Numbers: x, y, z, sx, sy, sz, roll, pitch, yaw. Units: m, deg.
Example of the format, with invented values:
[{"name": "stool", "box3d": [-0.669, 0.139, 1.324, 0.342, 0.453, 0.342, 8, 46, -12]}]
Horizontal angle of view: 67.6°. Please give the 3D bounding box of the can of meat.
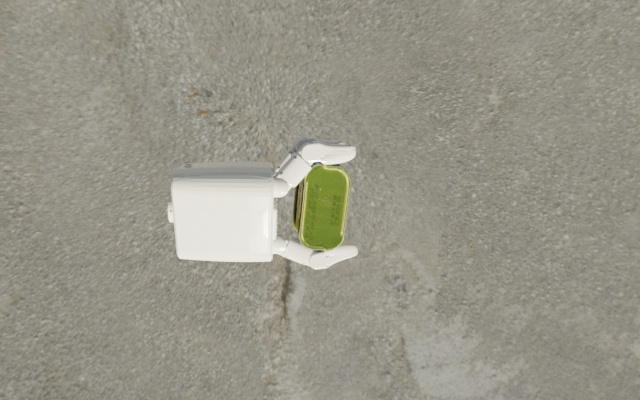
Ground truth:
[{"name": "can of meat", "box3d": [0.000, 0.002, 0.561, 0.057, 0.102, 0.084, 5, 9, -7]}]
